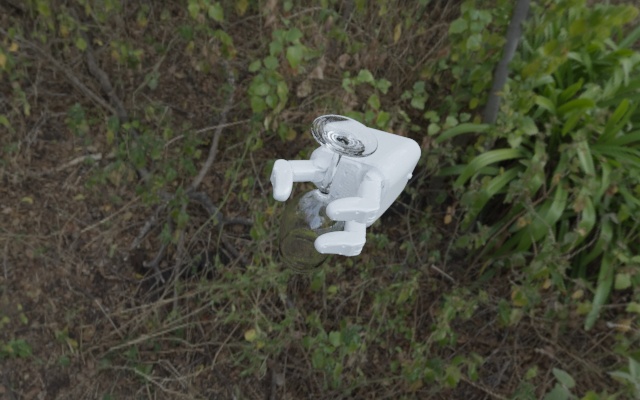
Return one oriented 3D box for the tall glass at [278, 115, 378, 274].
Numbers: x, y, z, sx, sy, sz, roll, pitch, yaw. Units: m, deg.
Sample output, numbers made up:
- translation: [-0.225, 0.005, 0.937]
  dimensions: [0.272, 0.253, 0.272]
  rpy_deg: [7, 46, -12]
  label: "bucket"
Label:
- translation: [0.000, 0.001, 0.572]
  dimensions: [0.079, 0.201, 0.079]
  rpy_deg: [12, 40, -10]
  label: "tall glass"
